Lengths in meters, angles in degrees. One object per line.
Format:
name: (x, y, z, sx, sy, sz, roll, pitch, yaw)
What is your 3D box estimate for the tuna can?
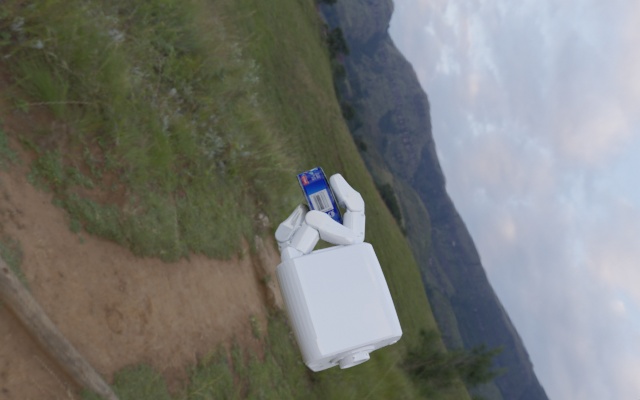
tuna can: (0.001, 0.002, 0.601, 0.034, 0.086, 0.086, -22, 0, -1)
